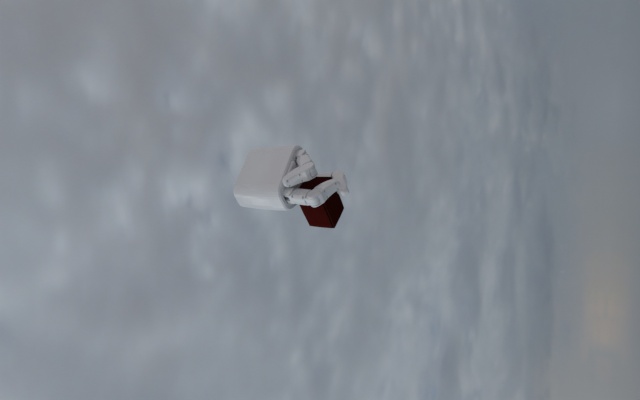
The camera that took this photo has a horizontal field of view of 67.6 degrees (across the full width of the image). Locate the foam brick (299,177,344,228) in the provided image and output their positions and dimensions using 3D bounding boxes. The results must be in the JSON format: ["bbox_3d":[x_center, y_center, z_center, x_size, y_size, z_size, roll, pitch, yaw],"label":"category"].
[{"bbox_3d":[0.000,0.003,0.839,0.051,0.078,0.053,1,42,30],"label":"foam brick"}]
